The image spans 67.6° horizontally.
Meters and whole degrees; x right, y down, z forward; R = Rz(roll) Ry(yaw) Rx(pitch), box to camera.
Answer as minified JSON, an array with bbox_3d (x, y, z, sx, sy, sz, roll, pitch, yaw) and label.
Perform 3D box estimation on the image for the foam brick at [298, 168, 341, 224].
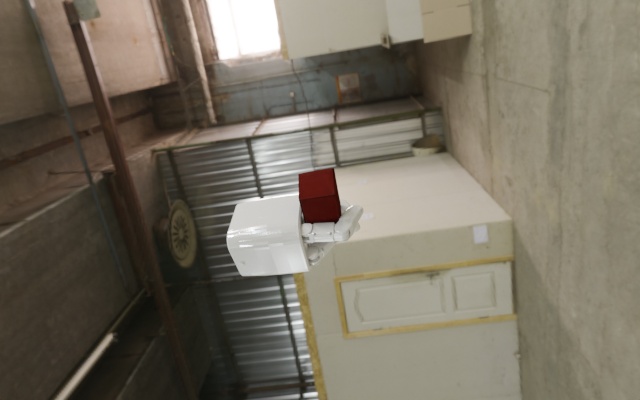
[{"bbox_3d":[0.000,0.002,0.671,0.051,0.053,0.078,-7,-43,5],"label":"foam brick"}]
